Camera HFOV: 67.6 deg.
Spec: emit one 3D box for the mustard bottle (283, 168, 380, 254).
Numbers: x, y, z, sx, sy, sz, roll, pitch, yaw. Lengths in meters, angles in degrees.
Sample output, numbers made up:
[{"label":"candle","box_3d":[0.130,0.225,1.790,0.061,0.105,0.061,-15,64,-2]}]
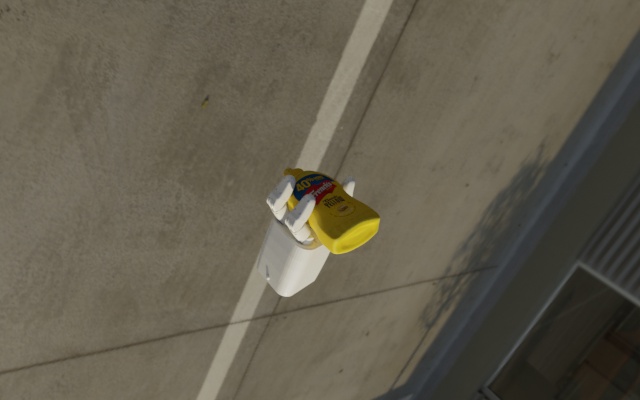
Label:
[{"label":"mustard bottle","box_3d":[0.000,0.002,0.774,0.096,0.058,0.191,-26,48,-28]}]
